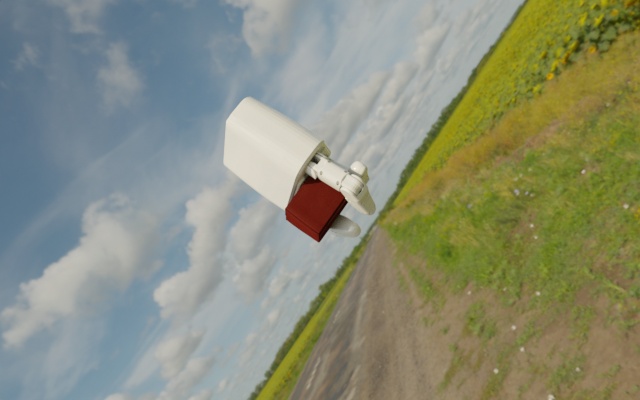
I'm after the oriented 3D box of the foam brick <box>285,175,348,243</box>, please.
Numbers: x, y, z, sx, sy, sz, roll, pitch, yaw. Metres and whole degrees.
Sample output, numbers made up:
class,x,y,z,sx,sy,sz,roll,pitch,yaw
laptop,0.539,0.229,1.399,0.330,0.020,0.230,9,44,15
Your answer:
class,x,y,z,sx,sy,sz,roll,pitch,yaw
foam brick,0.000,0.002,0.564,0.051,0.078,0.053,34,-15,7
